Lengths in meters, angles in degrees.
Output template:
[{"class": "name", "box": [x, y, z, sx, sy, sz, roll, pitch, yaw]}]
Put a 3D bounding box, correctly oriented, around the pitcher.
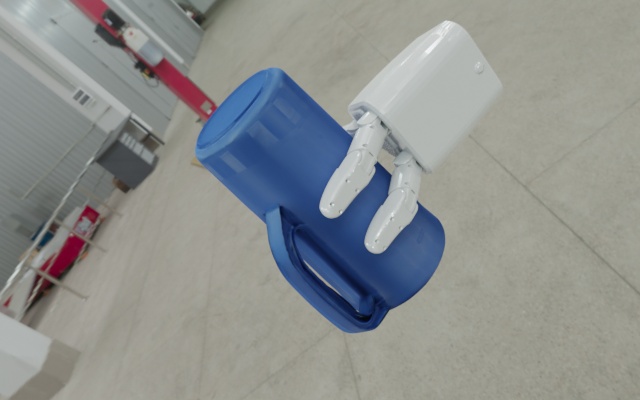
[{"class": "pitcher", "box": [0.000, 0.001, 0.457, 0.243, 0.145, 0.149, 43, 1, -27]}]
